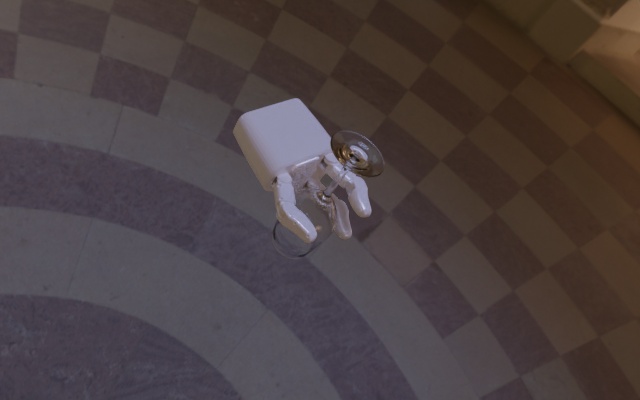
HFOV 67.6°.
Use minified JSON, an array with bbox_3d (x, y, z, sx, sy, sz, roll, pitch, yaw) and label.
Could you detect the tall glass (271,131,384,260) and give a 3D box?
[{"bbox_3d":[0.000,0.002,0.636,0.079,0.079,0.201,0,-37,-34],"label":"tall glass"}]
